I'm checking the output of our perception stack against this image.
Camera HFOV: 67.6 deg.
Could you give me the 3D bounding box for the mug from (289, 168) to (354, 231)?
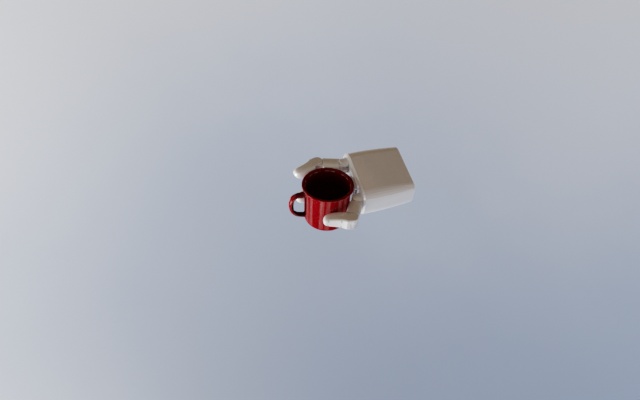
[{"bbox_3d":[-0.001,0.003,0.862,0.117,0.082,0.093,-11,45,-15],"label":"mug"}]
